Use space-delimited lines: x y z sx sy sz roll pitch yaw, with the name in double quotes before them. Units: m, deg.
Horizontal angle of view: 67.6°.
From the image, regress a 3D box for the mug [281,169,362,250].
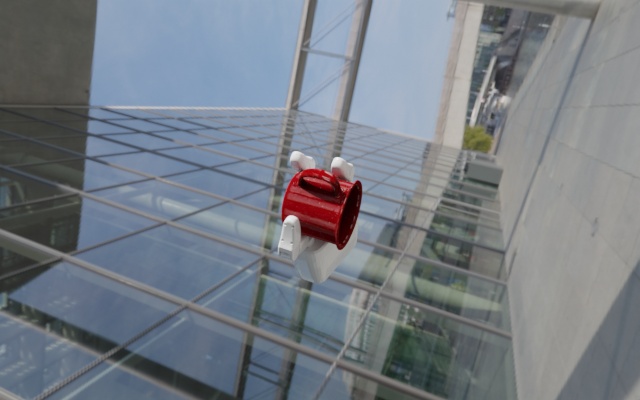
"mug" 0.000 0.001 0.612 0.081 0.093 0.117 16 -32 17
